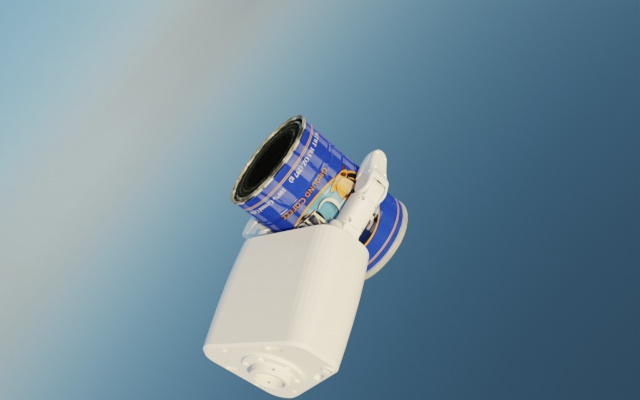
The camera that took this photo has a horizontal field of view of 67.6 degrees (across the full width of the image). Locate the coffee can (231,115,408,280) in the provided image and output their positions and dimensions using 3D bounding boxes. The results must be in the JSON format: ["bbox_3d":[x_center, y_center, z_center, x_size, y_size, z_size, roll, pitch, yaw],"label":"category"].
[{"bbox_3d":[0.000,0.001,0.464,0.140,0.102,0.103,39,-17,-22],"label":"coffee can"}]
